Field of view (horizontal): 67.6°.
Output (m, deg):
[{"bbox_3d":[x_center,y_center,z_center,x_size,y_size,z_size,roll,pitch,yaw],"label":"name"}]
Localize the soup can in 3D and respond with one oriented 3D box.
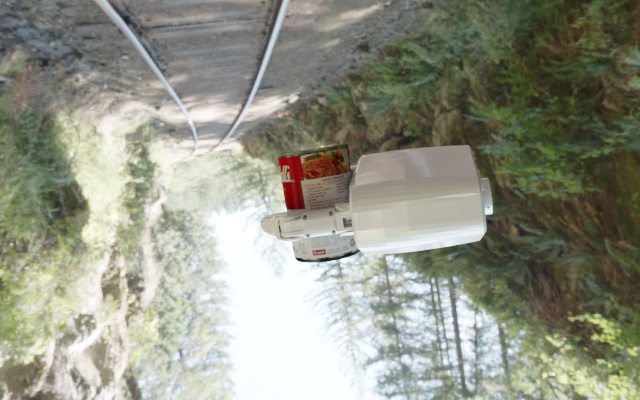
[{"bbox_3d":[0.000,0.002,0.455,0.068,0.102,0.068,-9,6,1],"label":"soup can"}]
